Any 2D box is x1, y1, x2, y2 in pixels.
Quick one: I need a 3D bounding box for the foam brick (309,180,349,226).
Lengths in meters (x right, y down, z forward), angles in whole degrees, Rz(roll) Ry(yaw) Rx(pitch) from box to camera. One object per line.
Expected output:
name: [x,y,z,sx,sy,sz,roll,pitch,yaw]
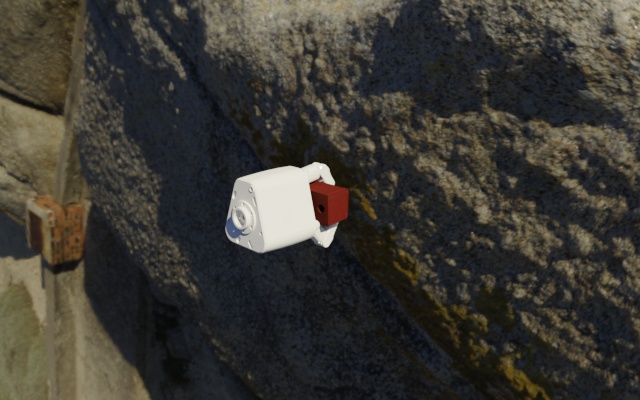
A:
foam brick: [0.000,0.002,0.772,0.078,0.053,0.051,16,24,38]
